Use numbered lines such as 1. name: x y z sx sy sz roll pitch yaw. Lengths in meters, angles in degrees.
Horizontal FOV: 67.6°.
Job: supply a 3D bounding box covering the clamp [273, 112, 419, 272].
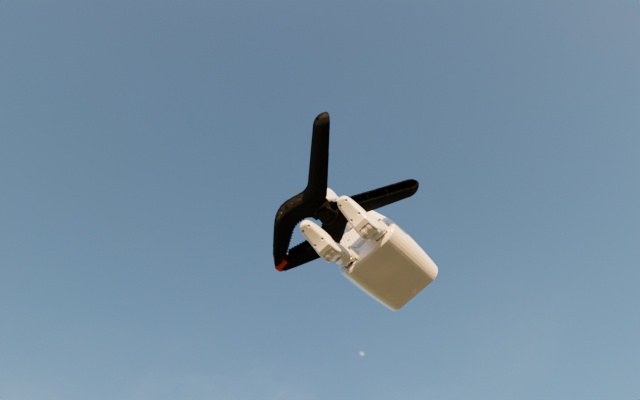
1. clamp: 0.000 0.002 0.607 0.164 0.210 0.036 41 13 -23
